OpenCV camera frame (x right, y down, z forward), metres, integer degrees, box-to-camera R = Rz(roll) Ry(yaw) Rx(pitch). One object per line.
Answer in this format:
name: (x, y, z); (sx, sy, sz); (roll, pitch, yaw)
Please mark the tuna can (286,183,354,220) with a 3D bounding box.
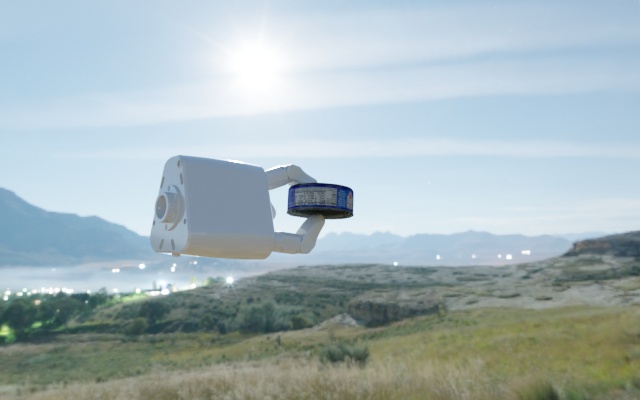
tuna can: (0.000, 0.001, 0.609); (0.086, 0.033, 0.086); (2, -10, 0)
